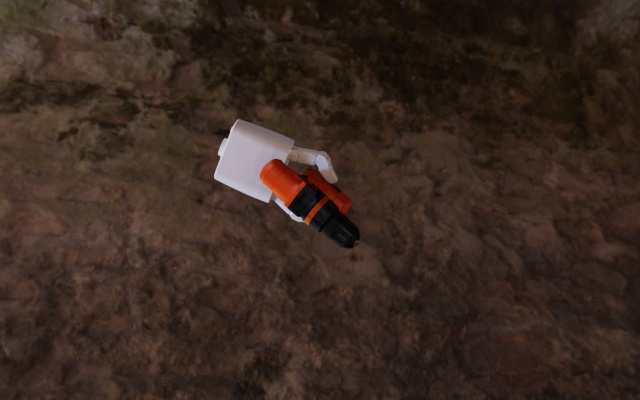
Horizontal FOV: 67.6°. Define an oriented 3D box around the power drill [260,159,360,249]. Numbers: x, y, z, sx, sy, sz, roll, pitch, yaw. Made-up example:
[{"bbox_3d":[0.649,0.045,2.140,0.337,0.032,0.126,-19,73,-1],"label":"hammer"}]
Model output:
[{"bbox_3d":[0.000,0.002,0.787,0.184,0.057,0.187,42,9,7],"label":"power drill"}]
